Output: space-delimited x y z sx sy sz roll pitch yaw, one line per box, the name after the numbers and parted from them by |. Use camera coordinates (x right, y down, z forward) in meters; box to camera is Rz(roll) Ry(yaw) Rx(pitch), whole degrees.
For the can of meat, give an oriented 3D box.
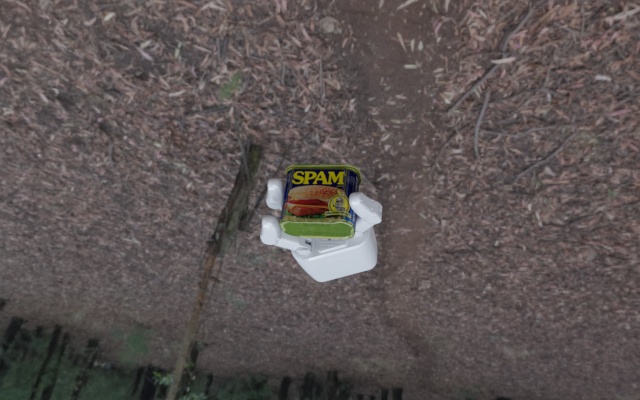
0.000 0.002 0.626 0.102 0.084 0.057 1 -27 12 | can of meat
